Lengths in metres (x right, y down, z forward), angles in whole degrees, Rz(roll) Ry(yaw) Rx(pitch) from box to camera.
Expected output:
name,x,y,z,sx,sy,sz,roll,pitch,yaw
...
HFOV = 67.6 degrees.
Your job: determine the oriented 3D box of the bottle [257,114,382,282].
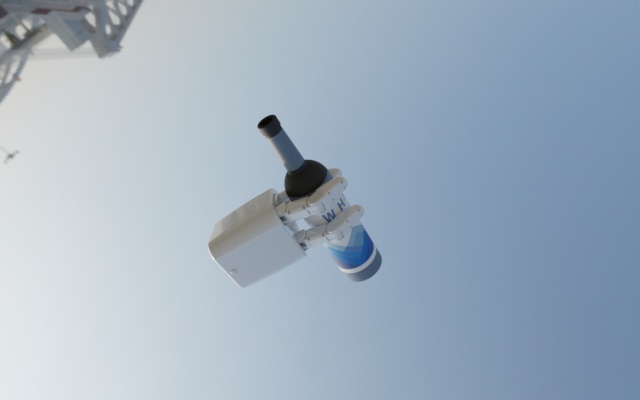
name,x,y,z,sx,sy,sz,roll,pitch,yaw
bottle,0.000,0.002,0.675,0.069,0.069,0.296,0,-43,39
